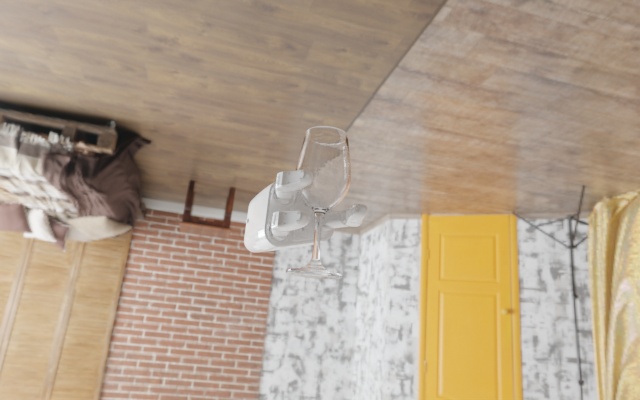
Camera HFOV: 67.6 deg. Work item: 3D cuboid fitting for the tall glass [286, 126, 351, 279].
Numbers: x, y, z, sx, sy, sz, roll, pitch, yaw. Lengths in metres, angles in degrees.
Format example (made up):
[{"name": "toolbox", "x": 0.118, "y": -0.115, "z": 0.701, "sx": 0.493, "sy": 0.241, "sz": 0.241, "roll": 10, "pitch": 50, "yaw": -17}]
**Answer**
[{"name": "tall glass", "x": 0.000, "y": 0.003, "z": 0.652, "sx": 0.079, "sy": 0.201, "sz": 0.079, "roll": 5, "pitch": -16, "yaw": 2}]
